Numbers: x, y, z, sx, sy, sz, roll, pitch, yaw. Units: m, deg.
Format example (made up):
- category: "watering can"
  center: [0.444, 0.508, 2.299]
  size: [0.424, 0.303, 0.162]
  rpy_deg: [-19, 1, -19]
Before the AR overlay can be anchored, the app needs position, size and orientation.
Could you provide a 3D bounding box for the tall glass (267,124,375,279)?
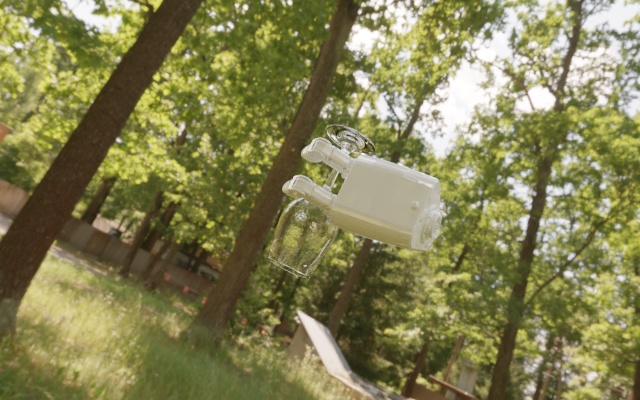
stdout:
- category: "tall glass"
  center: [0.000, 0.001, 0.641]
  size: [0.079, 0.201, 0.079]
  rpy_deg: [25, -14, 7]
